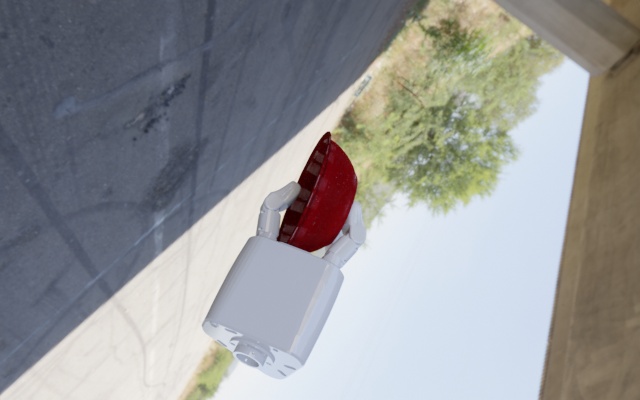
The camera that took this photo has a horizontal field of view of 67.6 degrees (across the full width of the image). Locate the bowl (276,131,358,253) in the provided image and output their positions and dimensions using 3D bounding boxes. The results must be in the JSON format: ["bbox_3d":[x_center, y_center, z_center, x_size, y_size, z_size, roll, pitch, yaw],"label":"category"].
[{"bbox_3d":[0.001,0.001,0.571,0.055,0.162,0.162,22,-4,-10],"label":"bowl"}]
